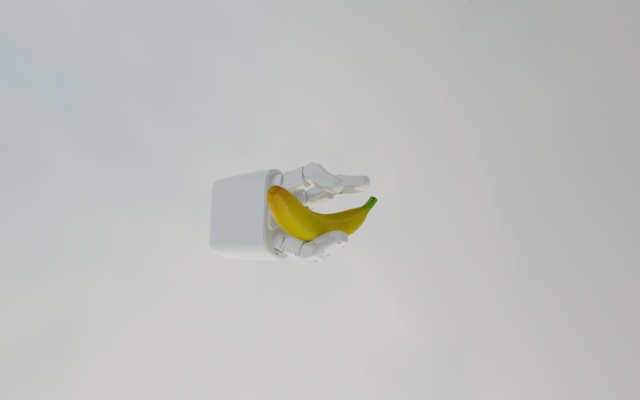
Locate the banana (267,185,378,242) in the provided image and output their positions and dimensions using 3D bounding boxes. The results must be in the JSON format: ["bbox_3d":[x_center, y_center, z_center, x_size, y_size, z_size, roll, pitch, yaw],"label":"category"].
[{"bbox_3d":[-0.002,0.020,0.585,0.037,0.069,0.198,20,10,37],"label":"banana"}]
